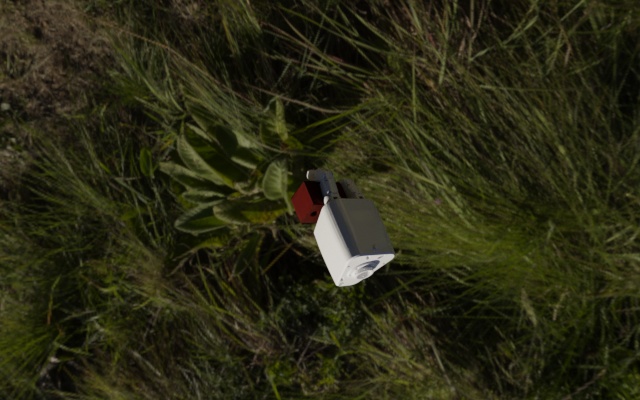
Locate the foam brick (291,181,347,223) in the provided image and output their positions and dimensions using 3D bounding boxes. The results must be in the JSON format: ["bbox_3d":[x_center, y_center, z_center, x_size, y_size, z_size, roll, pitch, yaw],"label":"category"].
[{"bbox_3d":[0.000,0.003,0.811,0.078,0.051,0.053,0,-37,-34],"label":"foam brick"}]
